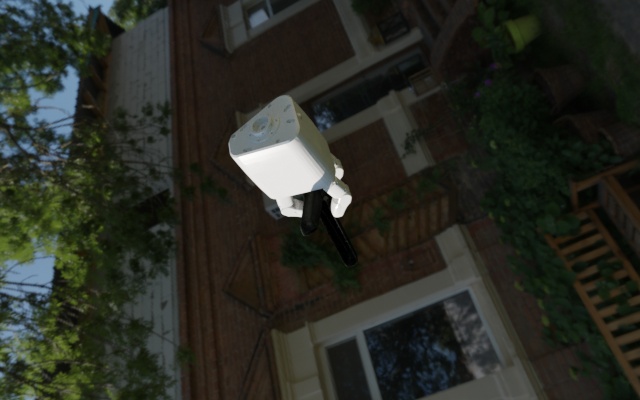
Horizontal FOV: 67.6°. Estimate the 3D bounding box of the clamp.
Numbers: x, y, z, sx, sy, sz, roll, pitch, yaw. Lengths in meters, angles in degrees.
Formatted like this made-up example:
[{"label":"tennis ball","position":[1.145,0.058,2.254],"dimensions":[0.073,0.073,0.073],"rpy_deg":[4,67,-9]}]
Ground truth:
[{"label":"clamp","position":[-0.001,0.002,0.770],"dimensions":[0.036,0.209,0.165],"rpy_deg":[-26,-40,14]}]
